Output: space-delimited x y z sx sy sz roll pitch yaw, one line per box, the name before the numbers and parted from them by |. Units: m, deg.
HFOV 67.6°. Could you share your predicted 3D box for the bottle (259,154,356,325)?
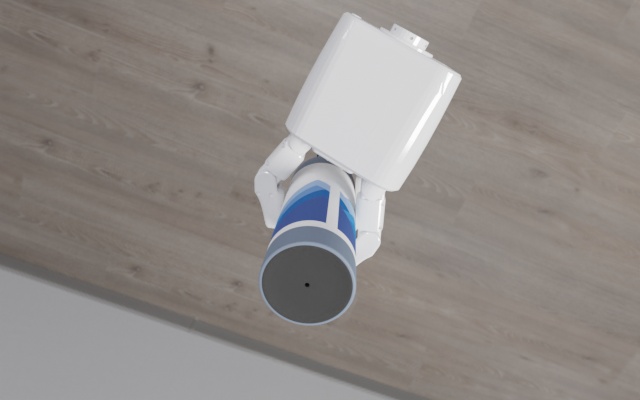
bottle | 0.000 0.002 0.457 0.069 0.069 0.295 0 22 4
